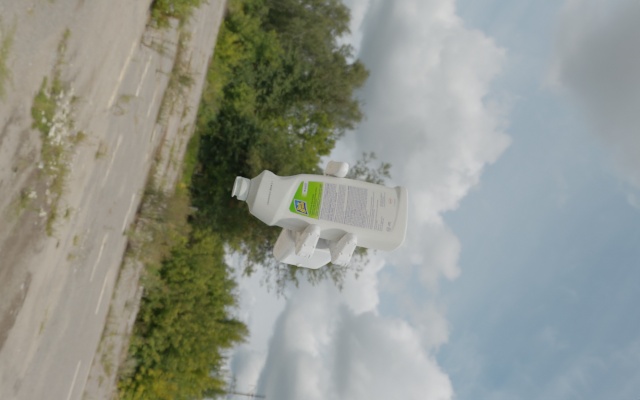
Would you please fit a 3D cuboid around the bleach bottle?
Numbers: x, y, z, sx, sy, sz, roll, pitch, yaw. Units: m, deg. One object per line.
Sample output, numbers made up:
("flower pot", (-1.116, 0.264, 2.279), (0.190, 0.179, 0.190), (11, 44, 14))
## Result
("bleach bottle", (0.000, 0.002, 0.692), (0.251, 0.102, 0.068), (14, -26, -14))
